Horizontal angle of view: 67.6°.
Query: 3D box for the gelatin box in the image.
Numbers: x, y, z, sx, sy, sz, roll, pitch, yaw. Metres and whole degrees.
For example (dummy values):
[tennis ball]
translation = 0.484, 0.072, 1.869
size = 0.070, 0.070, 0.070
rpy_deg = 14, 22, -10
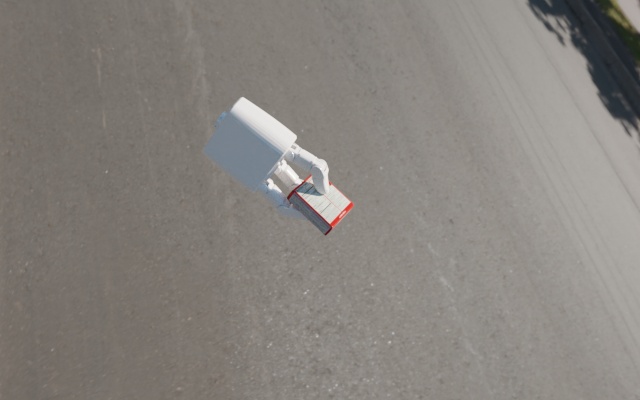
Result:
[gelatin box]
translation = 0.001, 0.003, 0.780
size = 0.073, 0.089, 0.030
rpy_deg = -44, -5, -45
